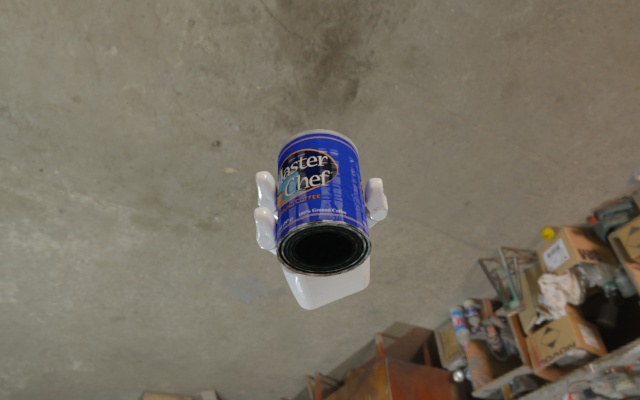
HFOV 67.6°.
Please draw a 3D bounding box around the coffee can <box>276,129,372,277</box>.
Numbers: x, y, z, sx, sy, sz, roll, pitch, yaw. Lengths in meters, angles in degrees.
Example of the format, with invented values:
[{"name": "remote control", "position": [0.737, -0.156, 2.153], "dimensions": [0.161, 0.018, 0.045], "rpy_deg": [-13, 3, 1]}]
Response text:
[{"name": "coffee can", "position": [0.000, 0.002, 0.554], "dimensions": [0.103, 0.140, 0.103], "rpy_deg": [-2, -40, -2]}]
